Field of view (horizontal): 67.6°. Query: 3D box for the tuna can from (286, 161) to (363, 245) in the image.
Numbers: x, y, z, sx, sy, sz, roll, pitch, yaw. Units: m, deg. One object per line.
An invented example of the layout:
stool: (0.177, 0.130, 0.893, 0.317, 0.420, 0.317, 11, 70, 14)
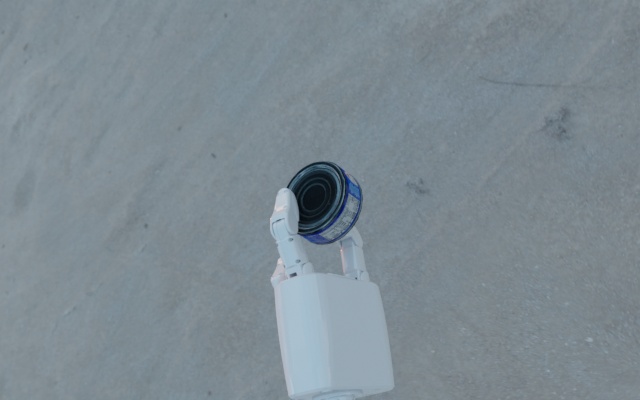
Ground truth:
tuna can: (0.000, 0.001, 0.509, 0.086, 0.086, 0.034, 0, -22, 38)
